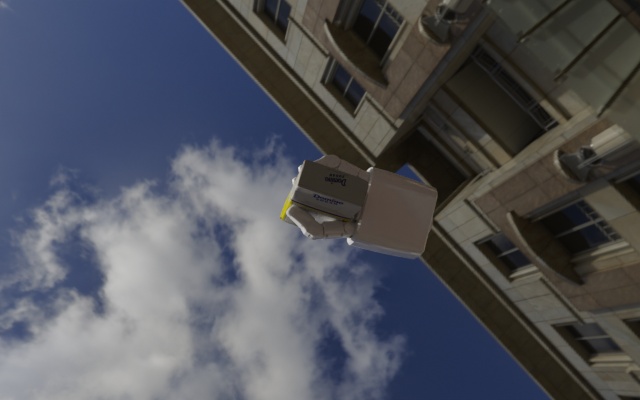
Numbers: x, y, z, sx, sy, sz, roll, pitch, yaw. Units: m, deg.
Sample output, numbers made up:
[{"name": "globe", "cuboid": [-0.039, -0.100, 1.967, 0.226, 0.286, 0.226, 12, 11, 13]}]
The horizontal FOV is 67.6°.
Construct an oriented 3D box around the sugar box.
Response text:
[{"name": "sugar box", "cuboid": [0.000, 0.002, 0.698, 0.093, 0.048, 0.176, 18, -22, -7]}]
